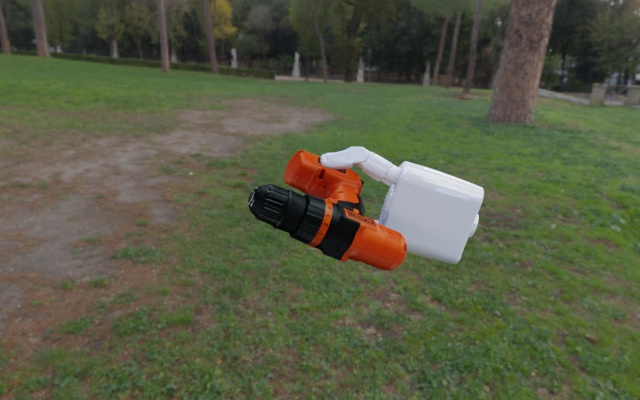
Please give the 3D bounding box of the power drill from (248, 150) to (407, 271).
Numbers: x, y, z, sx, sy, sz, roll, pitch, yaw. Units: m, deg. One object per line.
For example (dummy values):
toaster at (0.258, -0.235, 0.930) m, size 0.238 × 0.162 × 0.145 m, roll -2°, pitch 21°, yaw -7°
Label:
power drill at (0.000, 0.002, 0.574) m, size 0.184 × 0.057 × 0.187 m, roll 24°, pitch 20°, yaw -18°
